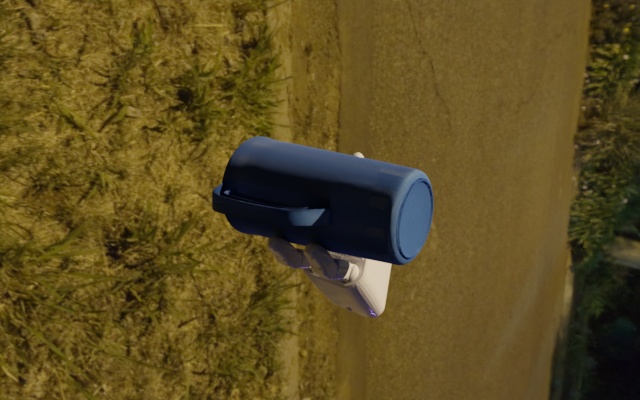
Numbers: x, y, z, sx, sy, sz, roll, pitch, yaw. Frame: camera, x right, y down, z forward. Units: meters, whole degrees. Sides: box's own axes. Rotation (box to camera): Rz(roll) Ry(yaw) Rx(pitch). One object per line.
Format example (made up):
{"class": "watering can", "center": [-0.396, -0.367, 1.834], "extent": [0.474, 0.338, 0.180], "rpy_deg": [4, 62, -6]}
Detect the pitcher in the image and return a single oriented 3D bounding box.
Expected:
{"class": "pitcher", "center": [0.000, 0.002, 0.577], "extent": [0.243, 0.149, 0.145], "rpy_deg": [12, -30, 34]}
